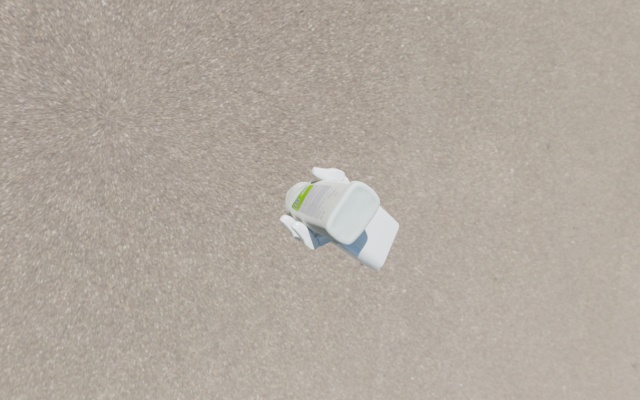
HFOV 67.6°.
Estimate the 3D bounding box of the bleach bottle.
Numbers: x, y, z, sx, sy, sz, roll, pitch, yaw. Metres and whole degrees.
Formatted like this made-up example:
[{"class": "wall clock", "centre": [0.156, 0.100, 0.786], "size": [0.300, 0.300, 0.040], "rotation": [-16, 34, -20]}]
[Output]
[{"class": "bleach bottle", "centre": [0.000, 0.003, 0.845], "size": [0.068, 0.102, 0.251], "rotation": [38, -7, -25]}]
